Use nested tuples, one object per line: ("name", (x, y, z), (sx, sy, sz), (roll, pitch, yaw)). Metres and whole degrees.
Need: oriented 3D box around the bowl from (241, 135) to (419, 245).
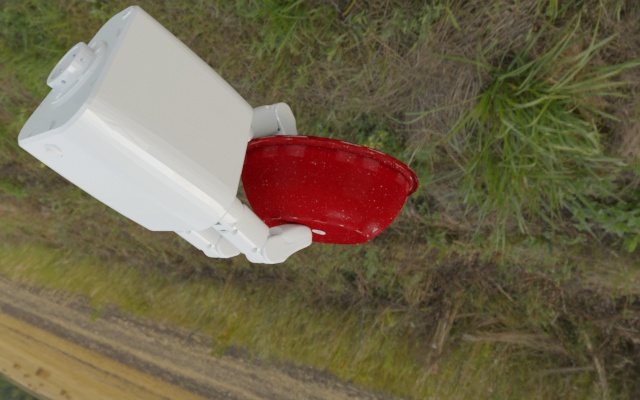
("bowl", (0.001, 0.002, 0.410), (0.162, 0.055, 0.162), (8, -15, 2))
